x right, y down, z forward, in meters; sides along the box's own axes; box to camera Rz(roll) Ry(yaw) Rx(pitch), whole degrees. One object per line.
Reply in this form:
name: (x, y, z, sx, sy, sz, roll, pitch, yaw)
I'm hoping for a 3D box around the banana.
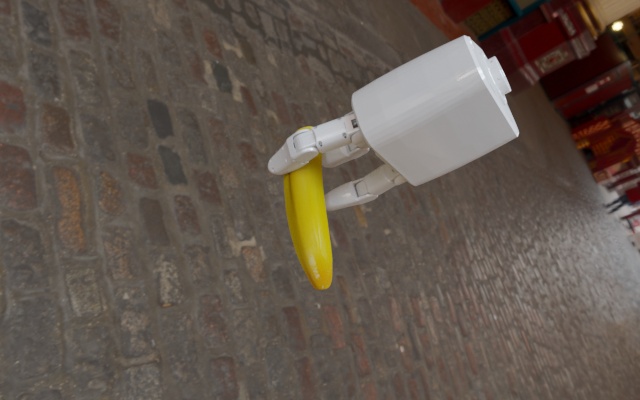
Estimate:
banana: (-0.010, -0.011, 0.473, 0.037, 0.197, 0.070, -22, -44, 23)
